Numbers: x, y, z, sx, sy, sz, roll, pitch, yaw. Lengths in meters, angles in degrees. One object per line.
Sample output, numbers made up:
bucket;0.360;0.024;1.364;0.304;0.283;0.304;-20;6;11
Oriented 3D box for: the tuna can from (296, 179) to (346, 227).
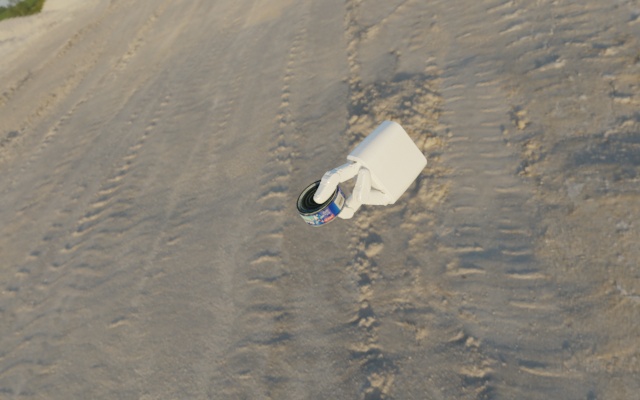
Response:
tuna can;0.000;0.002;0.843;0.086;0.086;0.034;0;-40;40
